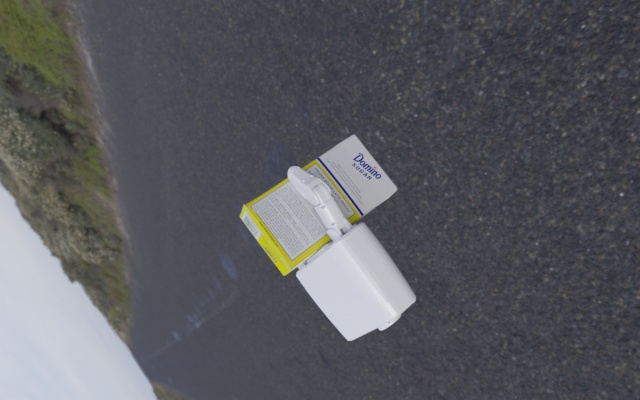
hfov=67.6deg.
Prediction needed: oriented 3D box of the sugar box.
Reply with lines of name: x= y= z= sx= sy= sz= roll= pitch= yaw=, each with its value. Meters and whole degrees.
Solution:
sugar box: x=0.000 y=0.002 z=0.585 sx=0.176 sy=0.093 sz=0.048 roll=-34 pitch=-7 yaw=-26
